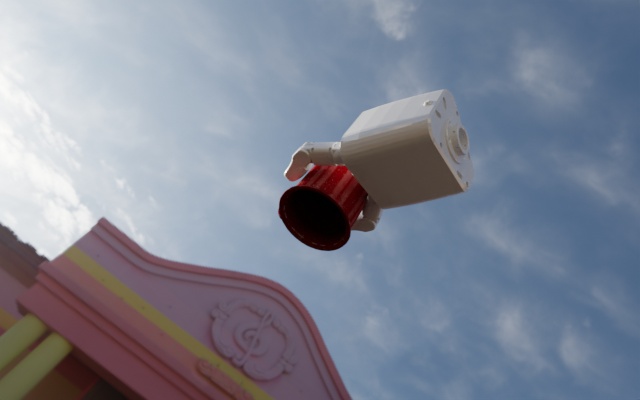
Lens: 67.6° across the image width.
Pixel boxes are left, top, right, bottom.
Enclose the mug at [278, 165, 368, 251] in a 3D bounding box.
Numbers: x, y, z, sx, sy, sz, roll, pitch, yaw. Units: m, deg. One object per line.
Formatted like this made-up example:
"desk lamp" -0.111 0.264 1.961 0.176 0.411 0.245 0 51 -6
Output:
"mug" -0.001 0.002 0.587 0.117 0.093 0.081 -11 28 37
